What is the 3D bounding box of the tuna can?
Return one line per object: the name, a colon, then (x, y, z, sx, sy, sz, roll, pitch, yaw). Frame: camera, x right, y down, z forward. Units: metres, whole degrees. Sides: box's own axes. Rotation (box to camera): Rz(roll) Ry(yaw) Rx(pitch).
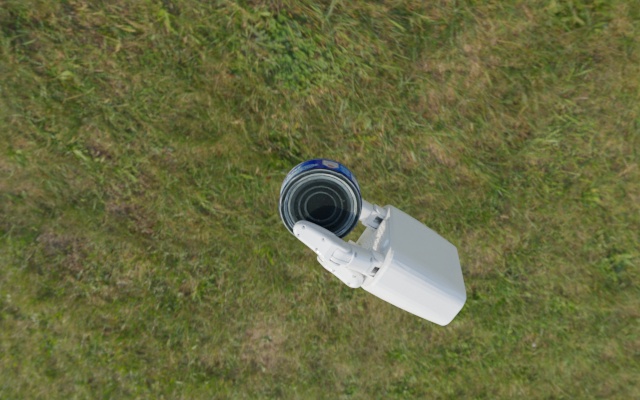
tuna can: (0.000, 0.002, 0.494, 0.086, 0.086, 0.033, 0, 22, 0)
